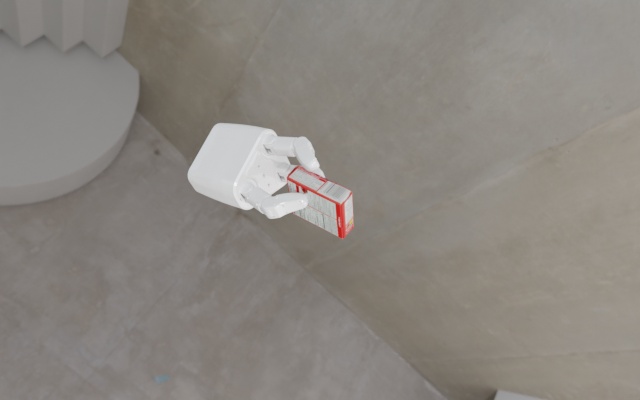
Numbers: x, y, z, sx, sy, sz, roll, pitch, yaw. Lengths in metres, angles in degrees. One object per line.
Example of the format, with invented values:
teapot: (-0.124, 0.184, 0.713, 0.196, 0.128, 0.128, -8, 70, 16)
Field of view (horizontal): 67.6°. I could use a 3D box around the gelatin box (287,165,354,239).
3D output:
gelatin box: (0.000, 0.002, 0.627, 0.089, 0.073, 0.030, 27, 57, 26)
